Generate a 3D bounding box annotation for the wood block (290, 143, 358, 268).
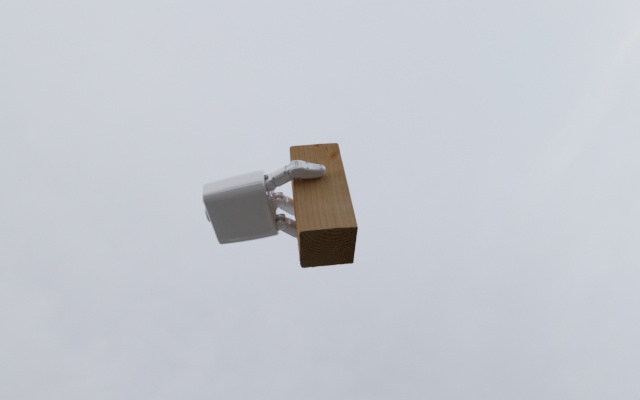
[{"bbox_3d":[0.000,0.002,0.809,0.090,0.091,0.206,-4,45,-6],"label":"wood block"}]
